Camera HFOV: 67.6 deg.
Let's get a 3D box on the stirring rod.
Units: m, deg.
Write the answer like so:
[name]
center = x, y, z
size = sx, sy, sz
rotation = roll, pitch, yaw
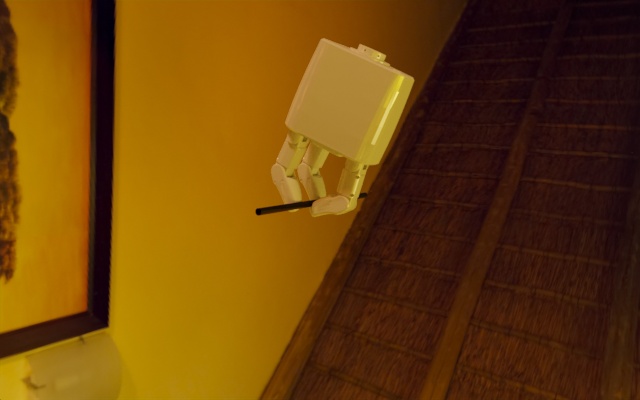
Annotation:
[stirring rod]
center = 0.000, 0.002, 0.601
size = 0.011, 0.011, 0.239
rotation = 0, 5, 33
